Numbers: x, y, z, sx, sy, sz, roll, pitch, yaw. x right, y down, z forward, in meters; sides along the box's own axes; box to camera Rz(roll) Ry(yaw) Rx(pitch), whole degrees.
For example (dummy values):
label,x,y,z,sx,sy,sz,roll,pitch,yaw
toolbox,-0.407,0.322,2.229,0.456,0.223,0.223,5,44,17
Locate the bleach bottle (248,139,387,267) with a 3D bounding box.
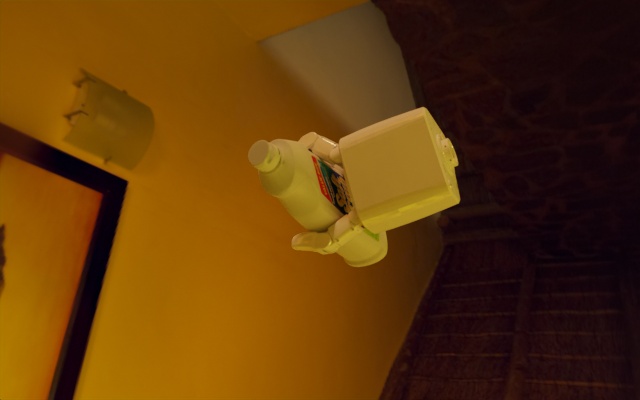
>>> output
label,x,y,z,sx,sy,sz,roll,pitch,yaw
bleach bottle,0.000,0.002,0.588,0.068,0.102,0.251,-20,-30,24
